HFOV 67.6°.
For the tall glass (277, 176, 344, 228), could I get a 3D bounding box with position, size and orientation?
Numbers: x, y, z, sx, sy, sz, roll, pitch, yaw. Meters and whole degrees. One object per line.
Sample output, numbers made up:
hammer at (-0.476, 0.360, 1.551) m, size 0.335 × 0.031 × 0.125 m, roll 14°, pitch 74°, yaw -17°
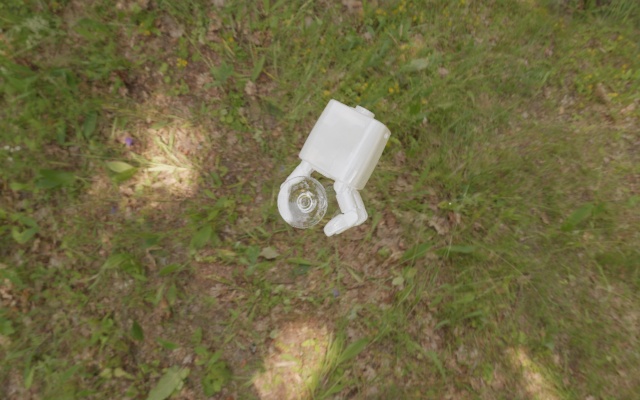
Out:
tall glass at (0.000, 0.003, 0.768) m, size 0.079 × 0.079 × 0.201 m, roll 0°, pitch -1°, yaw 15°
